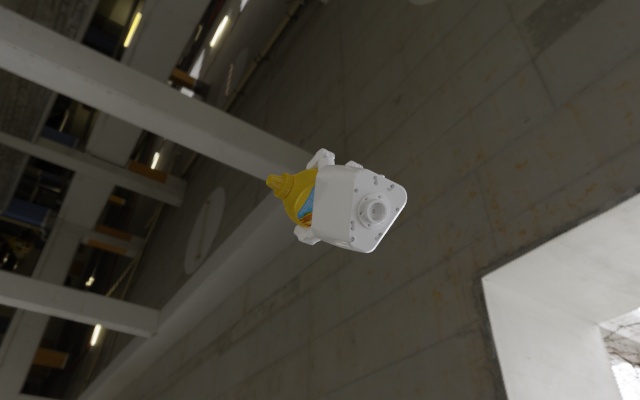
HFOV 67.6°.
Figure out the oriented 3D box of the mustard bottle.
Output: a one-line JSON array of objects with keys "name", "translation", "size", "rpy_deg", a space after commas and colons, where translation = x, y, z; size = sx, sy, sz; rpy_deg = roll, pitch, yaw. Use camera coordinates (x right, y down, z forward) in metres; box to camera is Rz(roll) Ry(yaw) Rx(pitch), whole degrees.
[{"name": "mustard bottle", "translation": [0.000, 0.003, 0.771], "size": [0.192, 0.096, 0.058], "rpy_deg": [23, 19, -26]}]
